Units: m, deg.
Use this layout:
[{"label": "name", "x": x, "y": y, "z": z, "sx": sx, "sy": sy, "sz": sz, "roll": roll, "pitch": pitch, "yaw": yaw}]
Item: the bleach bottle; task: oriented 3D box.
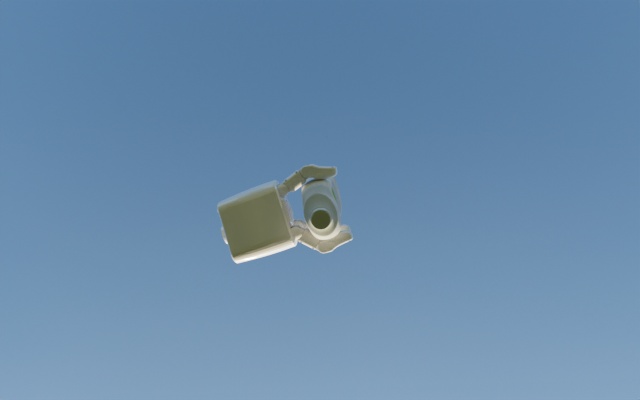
[{"label": "bleach bottle", "x": 0.000, "y": 0.003, "z": 0.799, "sx": 0.068, "sy": 0.102, "sz": 0.251, "roll": -18, "pitch": 7, "yaw": 3}]
